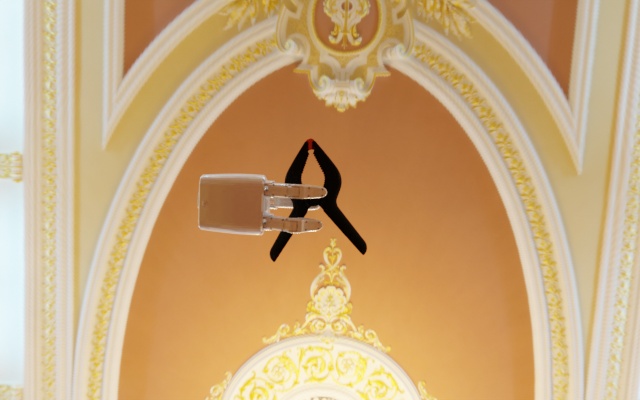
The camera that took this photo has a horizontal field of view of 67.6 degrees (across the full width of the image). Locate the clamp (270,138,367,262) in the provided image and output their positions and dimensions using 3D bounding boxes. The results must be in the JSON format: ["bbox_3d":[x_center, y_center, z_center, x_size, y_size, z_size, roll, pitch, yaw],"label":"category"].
[{"bbox_3d":[0.000,0.002,0.802,0.164,0.210,0.036,2,5,-3],"label":"clamp"}]
